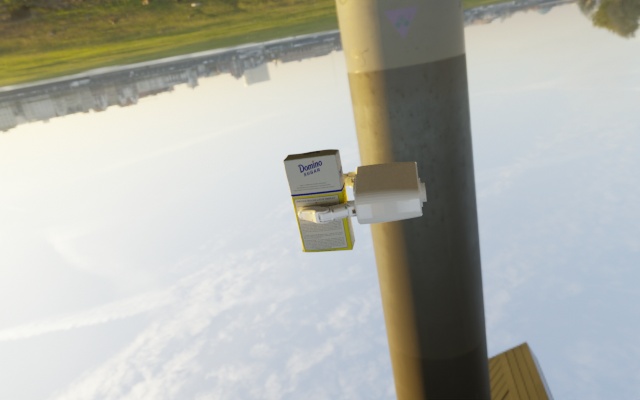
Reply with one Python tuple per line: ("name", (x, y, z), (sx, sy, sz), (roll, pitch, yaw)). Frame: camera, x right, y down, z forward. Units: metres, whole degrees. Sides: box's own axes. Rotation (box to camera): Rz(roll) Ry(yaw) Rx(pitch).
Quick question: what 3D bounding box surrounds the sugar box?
("sugar box", (0.000, 0.003, 0.825), (0.093, 0.176, 0.048), (-5, 19, 14))
